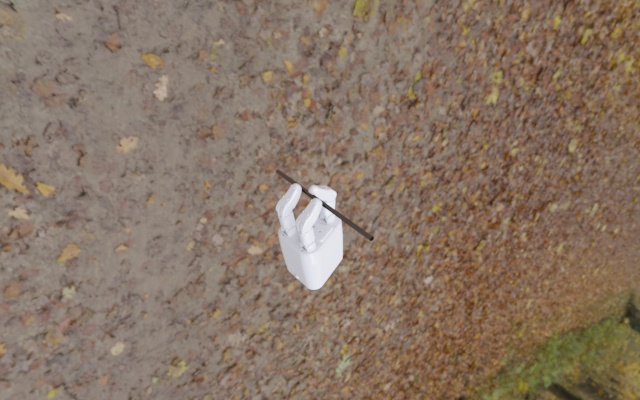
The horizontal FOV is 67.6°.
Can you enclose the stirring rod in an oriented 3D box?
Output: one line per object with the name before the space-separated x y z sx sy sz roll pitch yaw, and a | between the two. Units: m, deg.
stirring rod | 0.000 0.003 0.800 0.011 0.011 0.239 0 28 -48
